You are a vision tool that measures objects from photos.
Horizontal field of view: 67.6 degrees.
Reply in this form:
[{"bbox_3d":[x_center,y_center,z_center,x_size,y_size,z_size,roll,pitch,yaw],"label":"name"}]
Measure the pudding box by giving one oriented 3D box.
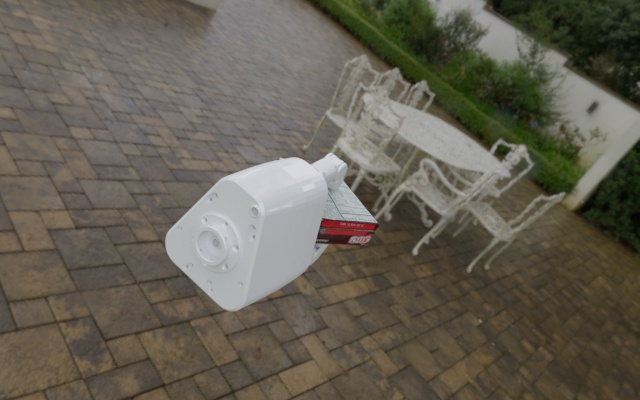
[{"bbox_3d":[0.000,0.002,0.536,0.090,0.039,0.113,8,35,-40],"label":"pudding box"}]
